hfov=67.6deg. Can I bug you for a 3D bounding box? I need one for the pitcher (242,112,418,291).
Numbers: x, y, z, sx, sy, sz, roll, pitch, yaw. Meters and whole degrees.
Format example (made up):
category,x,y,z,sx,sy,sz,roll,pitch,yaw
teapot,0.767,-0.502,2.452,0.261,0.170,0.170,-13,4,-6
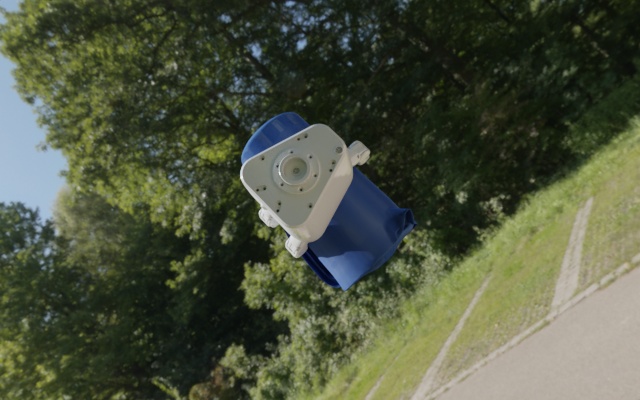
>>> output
category,x,y,z,sx,sy,sz,roll,pitch,yaw
pitcher,0.000,0.002,0.667,0.149,0.243,0.145,-43,-11,-3
